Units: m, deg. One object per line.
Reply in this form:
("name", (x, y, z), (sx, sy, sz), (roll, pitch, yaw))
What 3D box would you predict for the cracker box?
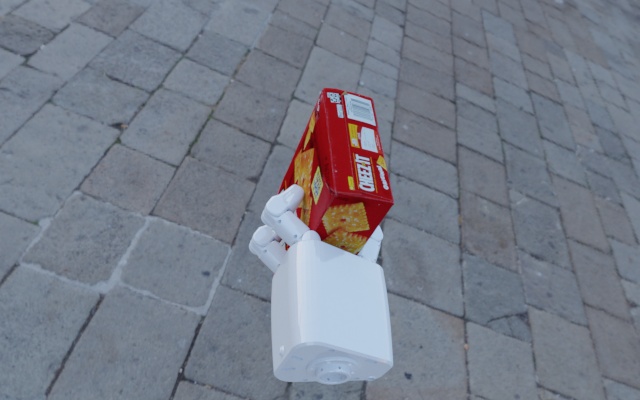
("cracker box", (0.000, 0.002, 0.565), (0.072, 0.164, 0.214), (11, -42, -18))
